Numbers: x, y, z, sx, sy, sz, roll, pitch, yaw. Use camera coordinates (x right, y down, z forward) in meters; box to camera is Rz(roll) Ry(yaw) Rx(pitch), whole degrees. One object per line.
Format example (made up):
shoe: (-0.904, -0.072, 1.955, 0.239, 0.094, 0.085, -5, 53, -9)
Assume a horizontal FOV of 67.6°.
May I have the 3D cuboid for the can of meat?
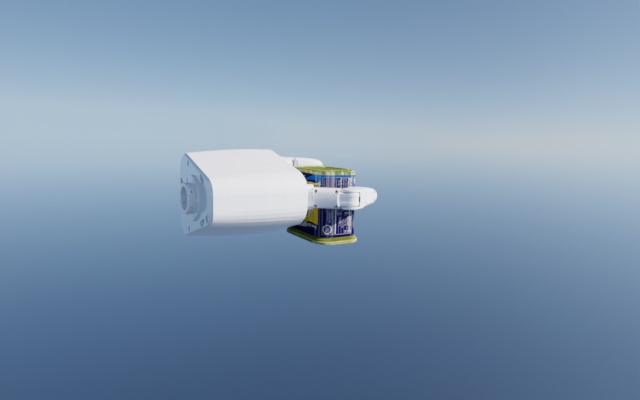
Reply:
can of meat: (0.000, 0.002, 0.577, 0.057, 0.084, 0.102, -3, 8, -29)
